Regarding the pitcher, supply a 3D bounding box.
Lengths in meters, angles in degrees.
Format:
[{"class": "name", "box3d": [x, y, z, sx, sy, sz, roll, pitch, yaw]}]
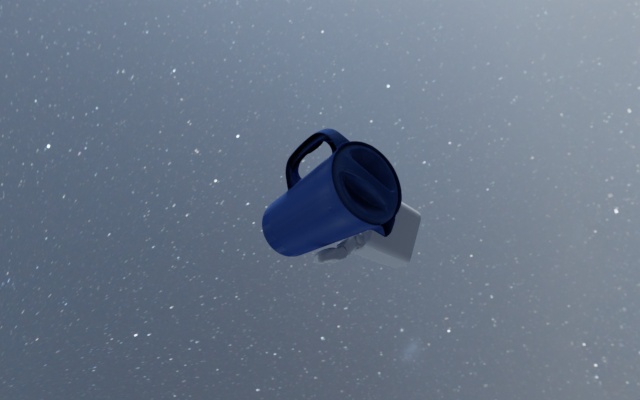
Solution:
[{"class": "pitcher", "box3d": [0.000, 0.003, 0.781, 0.145, 0.149, 0.243, 22, -32, -29]}]
